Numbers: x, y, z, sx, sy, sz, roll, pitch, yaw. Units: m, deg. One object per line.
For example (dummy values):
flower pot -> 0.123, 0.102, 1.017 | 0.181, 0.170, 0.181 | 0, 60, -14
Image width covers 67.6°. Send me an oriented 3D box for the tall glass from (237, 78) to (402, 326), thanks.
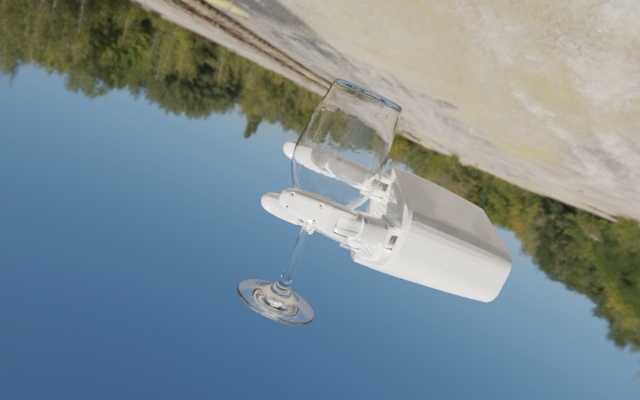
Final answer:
tall glass -> 0.000, 0.002, 0.411 | 0.079, 0.201, 0.079 | 23, 10, -4
